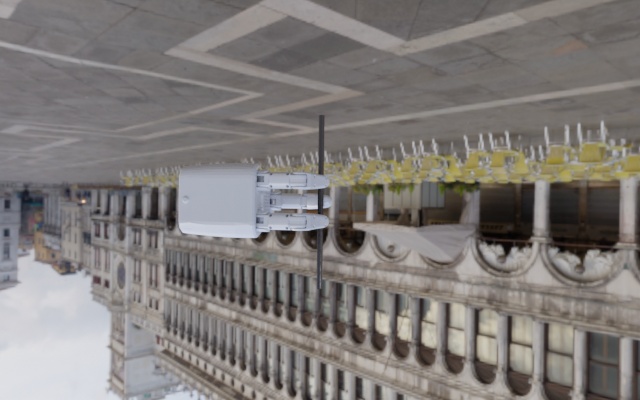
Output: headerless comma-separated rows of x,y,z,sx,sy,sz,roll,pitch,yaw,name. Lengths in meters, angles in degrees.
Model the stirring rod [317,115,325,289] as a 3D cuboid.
0.000,0.002,0.663,0.011,0.239,0.011,1,0,0,stirring rod
